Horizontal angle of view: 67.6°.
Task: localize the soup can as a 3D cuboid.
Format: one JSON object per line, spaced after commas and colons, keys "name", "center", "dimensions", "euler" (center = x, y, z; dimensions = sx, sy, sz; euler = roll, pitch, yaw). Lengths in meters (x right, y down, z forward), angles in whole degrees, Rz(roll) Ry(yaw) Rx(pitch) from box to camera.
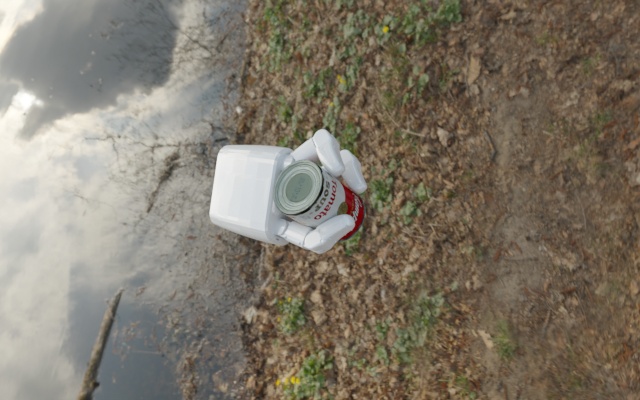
{"name": "soup can", "center": [0.000, 0.002, 0.559], "dimensions": [0.068, 0.068, 0.102], "euler": [0, -20, 33]}
